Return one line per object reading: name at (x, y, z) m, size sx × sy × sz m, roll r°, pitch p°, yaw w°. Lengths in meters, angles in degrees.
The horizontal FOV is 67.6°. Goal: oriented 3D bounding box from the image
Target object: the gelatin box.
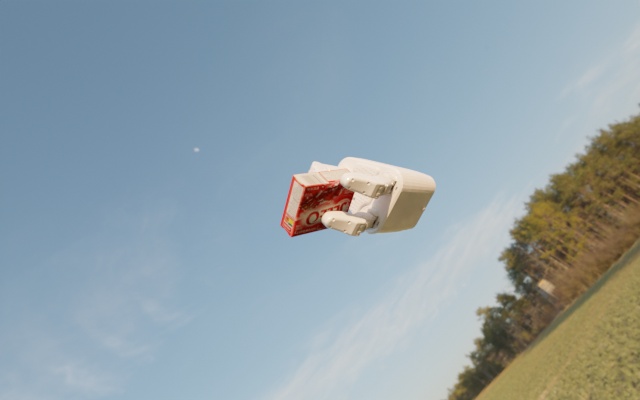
gelatin box at (0.000, 0.002, 0.588) m, size 0.089 × 0.073 × 0.030 m, roll -10°, pitch 39°, yaw -39°
